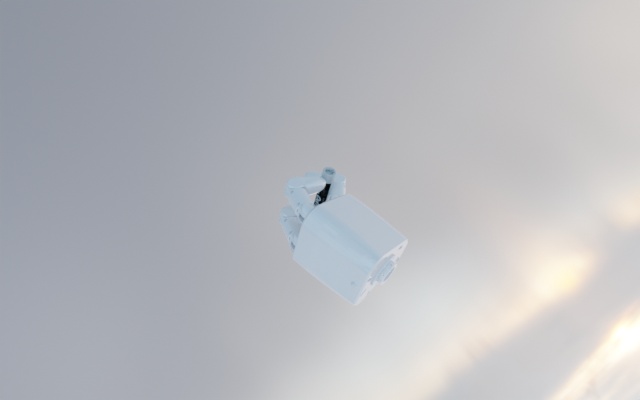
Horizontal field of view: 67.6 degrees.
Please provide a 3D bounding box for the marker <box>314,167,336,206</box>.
[{"bbox_3d":[0.000,0.002,0.692,0.020,0.121,0.020,9,43,-8],"label":"marker"}]
